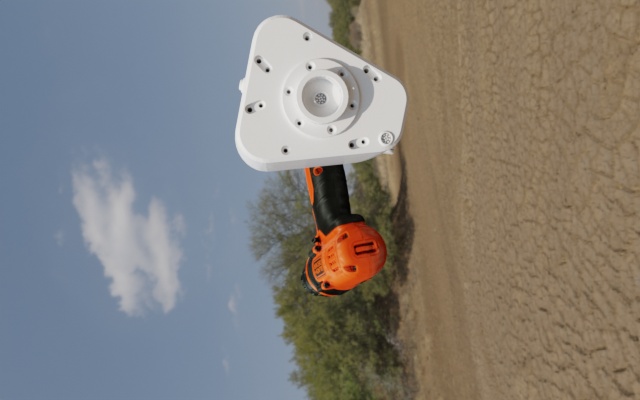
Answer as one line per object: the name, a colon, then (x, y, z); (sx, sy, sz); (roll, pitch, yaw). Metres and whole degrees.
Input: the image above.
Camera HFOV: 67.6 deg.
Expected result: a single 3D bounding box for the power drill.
power drill: (0.000, 0.001, 0.481); (0.057, 0.187, 0.184); (-11, -14, -19)
